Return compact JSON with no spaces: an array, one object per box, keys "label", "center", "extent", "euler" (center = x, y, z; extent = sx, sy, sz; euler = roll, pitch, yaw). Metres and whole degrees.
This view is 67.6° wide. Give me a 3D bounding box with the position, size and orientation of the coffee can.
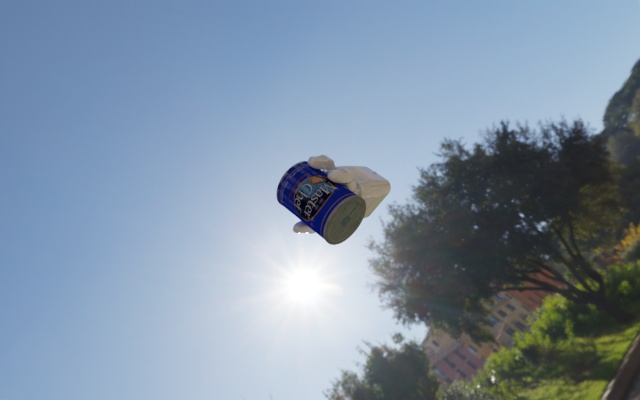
[{"label":"coffee can","center":[0.000,0.003,0.896],"extent":[0.140,0.103,0.103],"euler":[37,22,33]}]
